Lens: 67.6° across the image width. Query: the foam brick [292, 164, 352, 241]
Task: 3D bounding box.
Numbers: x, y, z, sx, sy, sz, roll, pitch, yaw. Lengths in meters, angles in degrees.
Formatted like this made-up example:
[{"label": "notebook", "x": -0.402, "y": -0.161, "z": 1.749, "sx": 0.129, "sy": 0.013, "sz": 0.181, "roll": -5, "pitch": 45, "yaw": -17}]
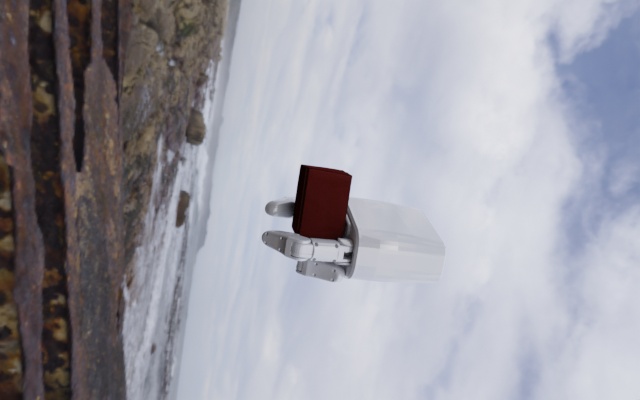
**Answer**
[{"label": "foam brick", "x": 0.000, "y": 0.001, "z": 0.533, "sx": 0.051, "sy": 0.078, "sz": 0.053, "roll": 7, "pitch": 9, "yaw": -11}]
